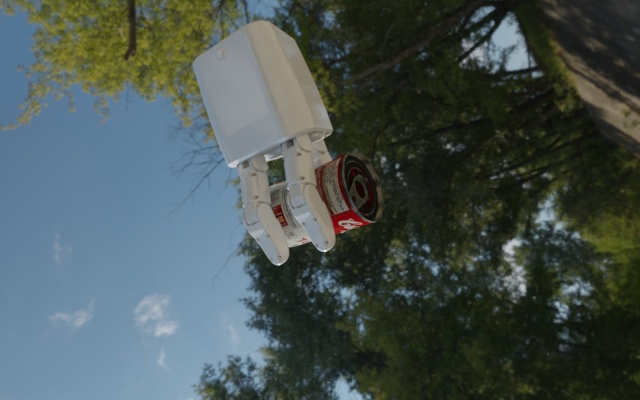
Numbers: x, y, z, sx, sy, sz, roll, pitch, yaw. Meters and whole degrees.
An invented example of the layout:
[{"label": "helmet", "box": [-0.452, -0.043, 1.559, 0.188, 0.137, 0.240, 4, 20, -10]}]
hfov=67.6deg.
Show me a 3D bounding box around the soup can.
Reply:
[{"label": "soup can", "box": [0.000, 0.002, 0.460, 0.102, 0.068, 0.068, -20, -11, 32]}]
